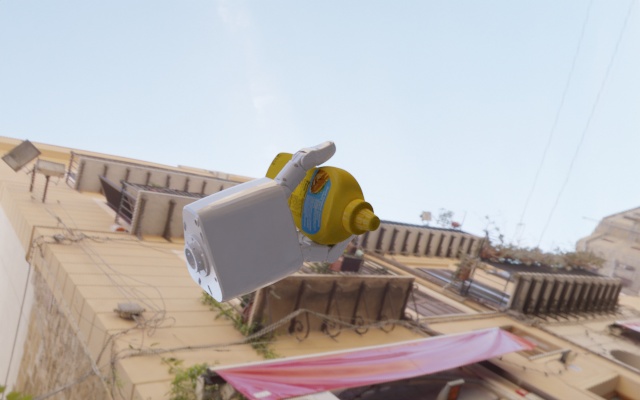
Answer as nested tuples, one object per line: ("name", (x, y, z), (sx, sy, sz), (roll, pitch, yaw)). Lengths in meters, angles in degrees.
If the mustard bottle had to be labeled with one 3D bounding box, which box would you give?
("mustard bottle", (0.000, 0.002, 0.598), (0.058, 0.096, 0.191), (9, 8, -41))
